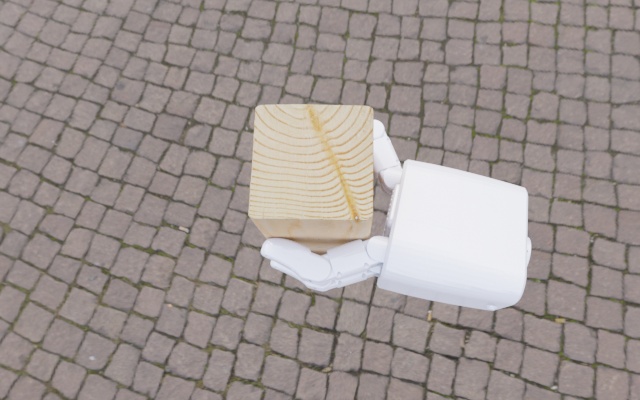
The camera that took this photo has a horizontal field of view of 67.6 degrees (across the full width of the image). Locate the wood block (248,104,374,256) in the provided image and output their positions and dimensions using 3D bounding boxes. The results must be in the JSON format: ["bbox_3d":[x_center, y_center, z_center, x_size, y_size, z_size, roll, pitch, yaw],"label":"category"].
[{"bbox_3d":[0.000,0.001,0.440,0.090,0.090,0.206,1,-17,4],"label":"wood block"}]
